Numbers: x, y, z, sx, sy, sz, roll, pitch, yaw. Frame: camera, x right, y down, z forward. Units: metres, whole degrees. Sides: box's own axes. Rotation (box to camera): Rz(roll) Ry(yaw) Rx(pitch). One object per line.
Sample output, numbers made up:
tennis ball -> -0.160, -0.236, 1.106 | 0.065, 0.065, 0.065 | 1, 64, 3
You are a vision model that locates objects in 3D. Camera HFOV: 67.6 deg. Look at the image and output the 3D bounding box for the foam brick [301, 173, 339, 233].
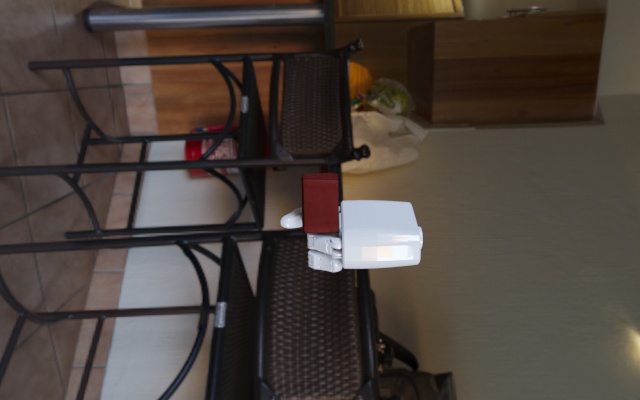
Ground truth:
foam brick -> 0.000, 0.002, 0.674 | 0.051, 0.078, 0.053 | -1, 13, 2
